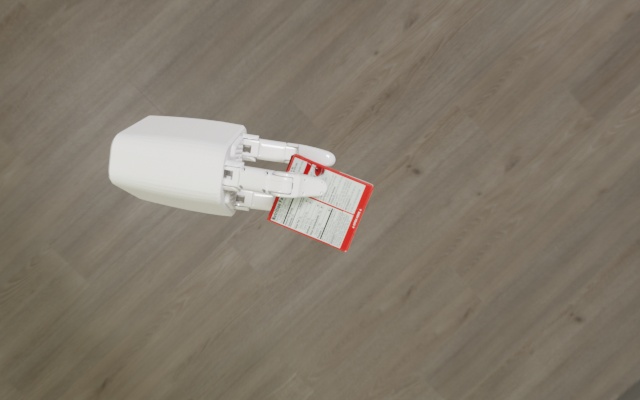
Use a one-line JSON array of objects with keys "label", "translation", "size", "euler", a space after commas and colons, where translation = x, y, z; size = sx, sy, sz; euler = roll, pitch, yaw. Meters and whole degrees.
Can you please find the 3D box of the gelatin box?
[{"label": "gelatin box", "translation": [0.000, 0.002, 0.487], "size": [0.089, 0.073, 0.030], "euler": [22, 5, 3]}]
